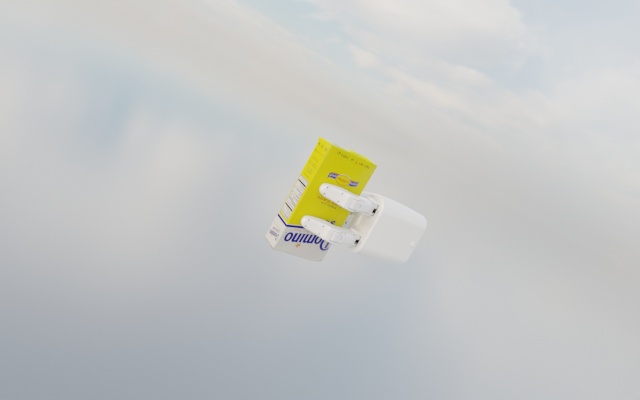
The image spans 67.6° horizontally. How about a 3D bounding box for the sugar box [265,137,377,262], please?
[{"bbox_3d":[0.001,0.003,0.711,0.093,0.176,0.048,20,13,-33],"label":"sugar box"}]
